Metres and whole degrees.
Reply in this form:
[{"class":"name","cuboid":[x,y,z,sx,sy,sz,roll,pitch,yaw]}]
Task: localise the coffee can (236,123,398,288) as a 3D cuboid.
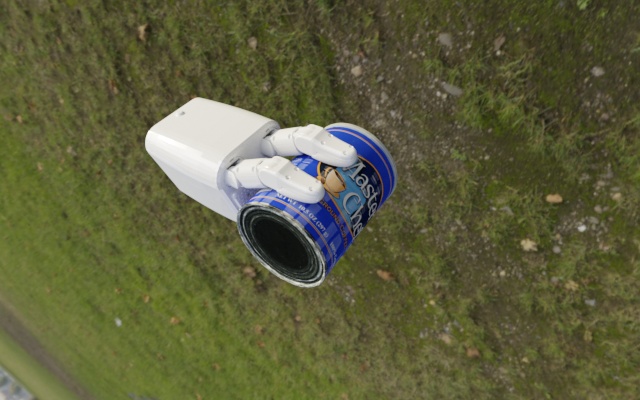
[{"class":"coffee can","cuboid":[0.000,0.002,0.480,0.103,0.103,0.140,0,37,43]}]
